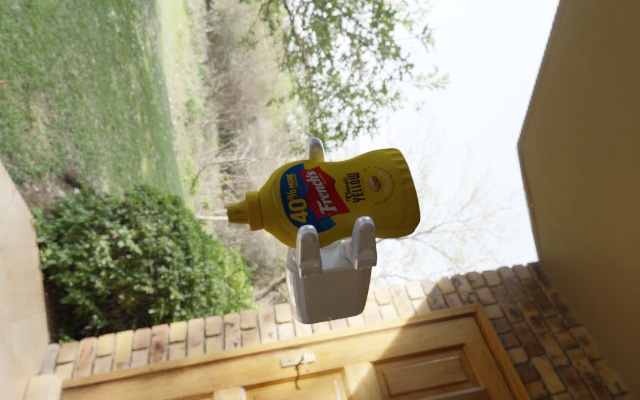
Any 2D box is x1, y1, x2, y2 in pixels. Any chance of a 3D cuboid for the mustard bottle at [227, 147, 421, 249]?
[{"bbox_3d":[0.000,0.001,0.496,0.191,0.096,0.058,-8,-24,-8],"label":"mustard bottle"}]
